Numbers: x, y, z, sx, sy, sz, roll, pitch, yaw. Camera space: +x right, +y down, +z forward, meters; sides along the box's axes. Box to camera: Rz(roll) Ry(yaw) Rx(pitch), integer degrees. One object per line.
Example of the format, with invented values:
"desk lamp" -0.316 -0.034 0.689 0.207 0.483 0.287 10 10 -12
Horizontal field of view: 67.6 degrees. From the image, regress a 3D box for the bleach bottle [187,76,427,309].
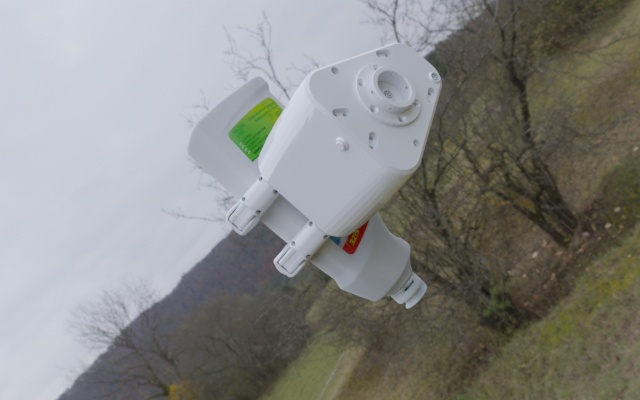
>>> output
"bleach bottle" 0.000 0.002 0.449 0.102 0.251 0.068 -49 0 -34
